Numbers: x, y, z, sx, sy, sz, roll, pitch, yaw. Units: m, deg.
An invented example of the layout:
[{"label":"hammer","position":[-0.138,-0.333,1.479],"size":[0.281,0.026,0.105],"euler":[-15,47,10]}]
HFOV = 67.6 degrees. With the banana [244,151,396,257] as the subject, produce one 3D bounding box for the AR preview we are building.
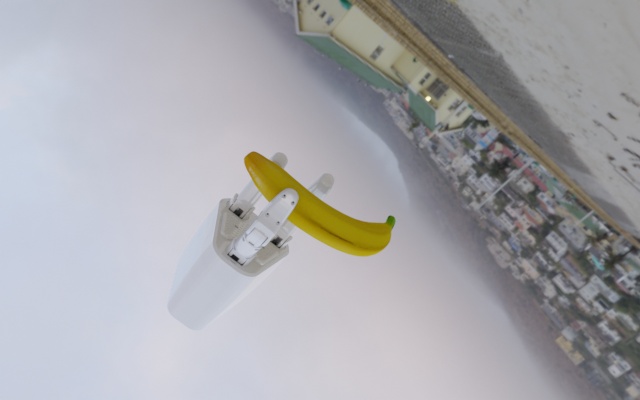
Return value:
[{"label":"banana","position":[0.006,0.015,0.491],"size":[0.198,0.037,0.069],"euler":[26,30,-30]}]
